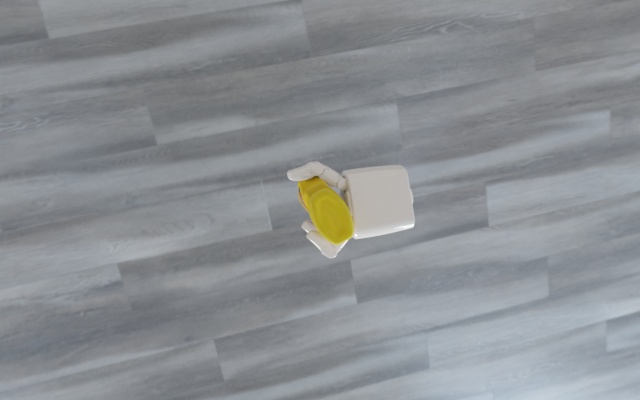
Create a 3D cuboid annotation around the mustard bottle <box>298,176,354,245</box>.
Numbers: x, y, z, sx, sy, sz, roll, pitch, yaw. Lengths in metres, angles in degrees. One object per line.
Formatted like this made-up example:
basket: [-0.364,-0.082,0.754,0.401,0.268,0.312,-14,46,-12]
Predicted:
mustard bottle: [0.000,0.003,0.807,0.058,0.096,0.191,-32,18,-2]
